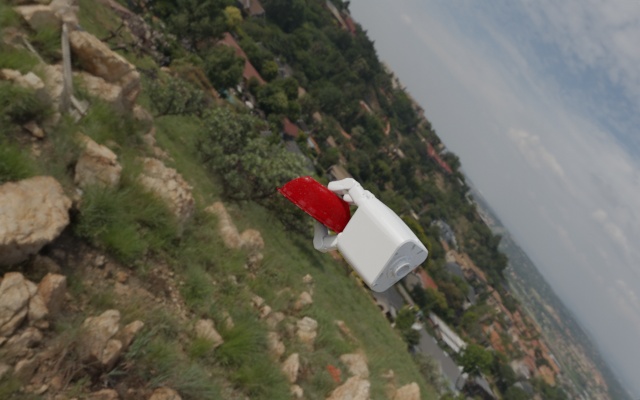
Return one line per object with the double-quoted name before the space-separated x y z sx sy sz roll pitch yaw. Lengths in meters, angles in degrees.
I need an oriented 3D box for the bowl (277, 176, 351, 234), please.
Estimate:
"bowl" -0.001 0.002 0.880 0.162 0.055 0.162 35 1 -1
